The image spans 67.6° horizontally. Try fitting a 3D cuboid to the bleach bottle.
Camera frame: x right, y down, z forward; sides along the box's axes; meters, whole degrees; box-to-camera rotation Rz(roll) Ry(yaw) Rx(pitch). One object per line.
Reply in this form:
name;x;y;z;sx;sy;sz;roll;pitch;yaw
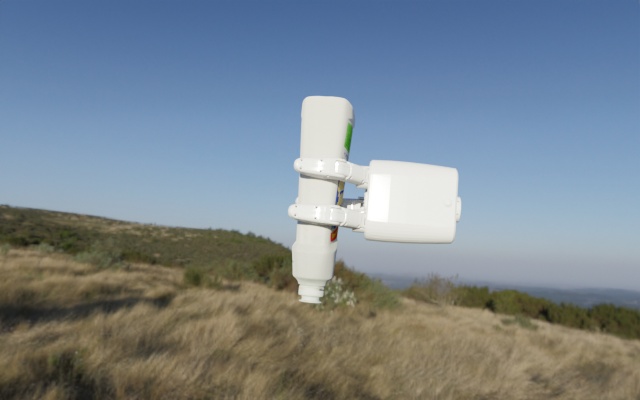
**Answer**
bleach bottle;0.000;0.002;0.610;0.068;0.251;0.102;4;-8;8
